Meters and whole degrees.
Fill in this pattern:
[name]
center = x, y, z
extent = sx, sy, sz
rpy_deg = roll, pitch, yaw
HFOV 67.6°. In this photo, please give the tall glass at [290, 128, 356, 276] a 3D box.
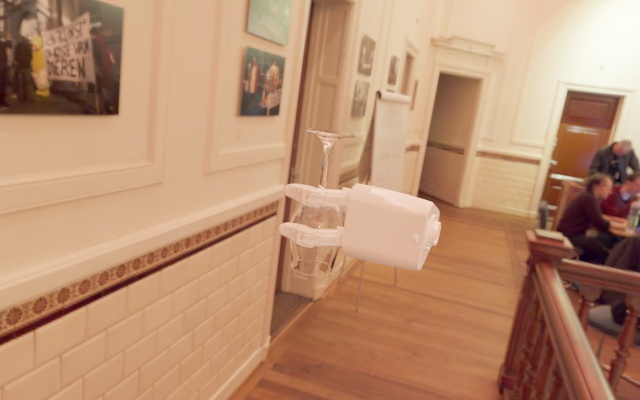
[tall glass]
center = 0.000, 0.002, 0.676
extent = 0.079, 0.201, 0.079
rpy_deg = 8, 12, -2
